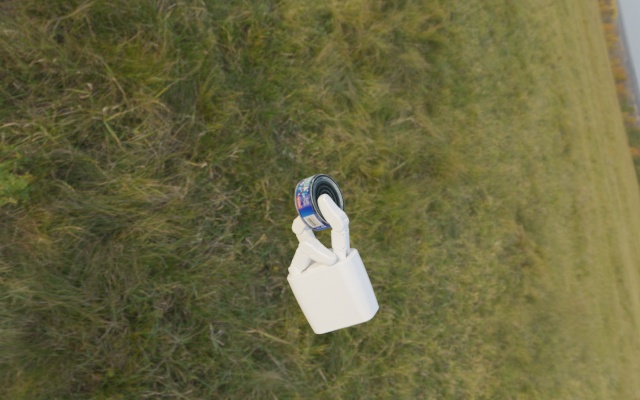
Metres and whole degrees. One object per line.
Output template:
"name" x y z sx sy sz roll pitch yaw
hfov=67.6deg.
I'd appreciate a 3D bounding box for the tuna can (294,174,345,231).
"tuna can" 0.001 0.002 0.748 0.034 0.086 0.086 -19 -12 37
